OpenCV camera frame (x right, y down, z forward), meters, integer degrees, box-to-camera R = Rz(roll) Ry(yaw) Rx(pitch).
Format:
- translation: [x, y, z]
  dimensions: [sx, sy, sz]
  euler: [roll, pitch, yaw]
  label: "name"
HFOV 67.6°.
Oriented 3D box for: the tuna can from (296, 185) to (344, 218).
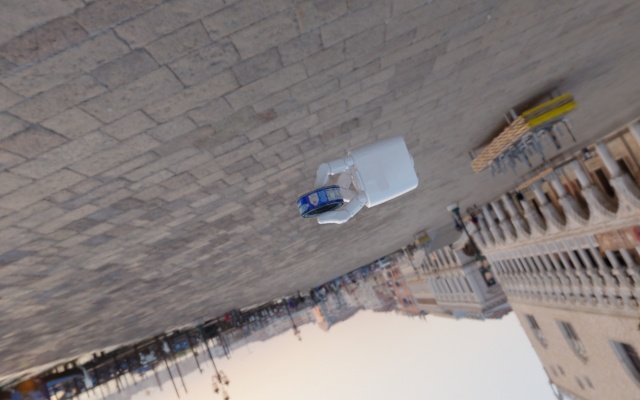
- translation: [0.000, 0.003, 0.890]
  dimensions: [0.086, 0.033, 0.086]
  euler: [-18, -11, -4]
  label: "tuna can"
